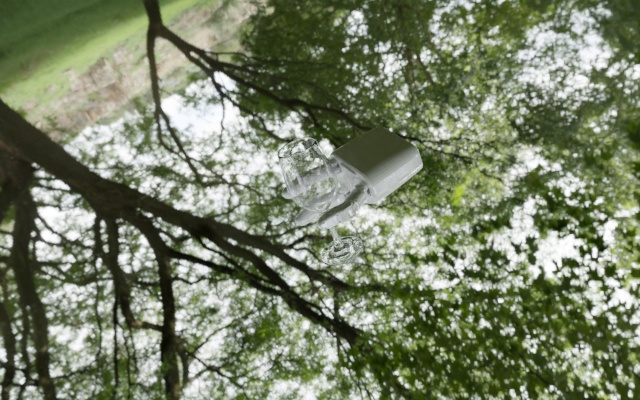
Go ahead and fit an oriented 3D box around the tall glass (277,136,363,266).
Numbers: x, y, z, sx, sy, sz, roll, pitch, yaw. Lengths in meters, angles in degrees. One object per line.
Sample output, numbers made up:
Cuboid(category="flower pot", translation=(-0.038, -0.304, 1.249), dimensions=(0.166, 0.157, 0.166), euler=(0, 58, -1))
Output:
Cuboid(category="tall glass", translation=(0.000, 0.003, 0.743), dimensions=(0.079, 0.201, 0.079), euler=(-19, 28, 10))
